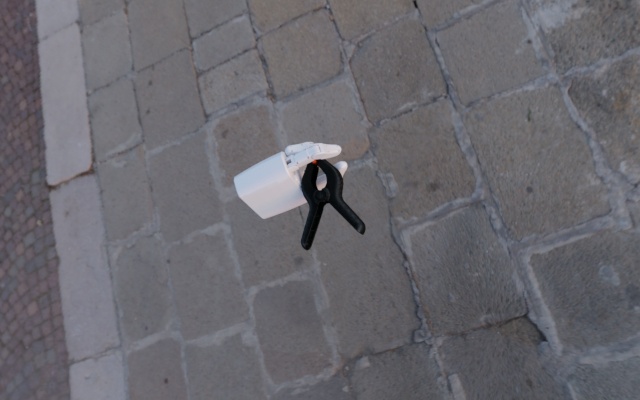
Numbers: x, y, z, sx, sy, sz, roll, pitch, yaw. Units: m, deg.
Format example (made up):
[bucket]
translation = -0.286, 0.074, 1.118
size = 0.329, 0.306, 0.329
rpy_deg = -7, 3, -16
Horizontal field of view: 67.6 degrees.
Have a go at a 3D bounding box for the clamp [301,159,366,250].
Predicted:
[clamp]
translation = 0.000, 0.002, 0.846
size = 0.120, 0.171, 0.039
rpy_deg = -24, -21, 13
